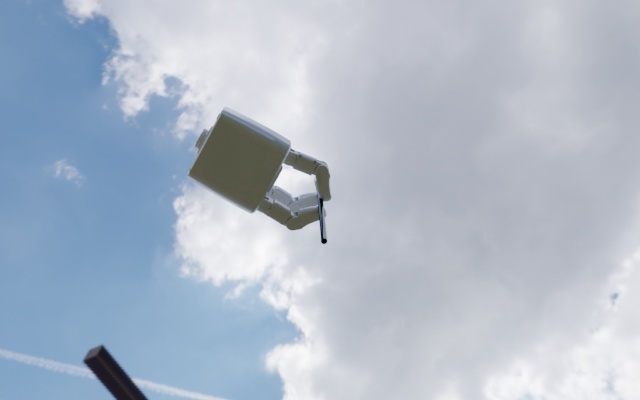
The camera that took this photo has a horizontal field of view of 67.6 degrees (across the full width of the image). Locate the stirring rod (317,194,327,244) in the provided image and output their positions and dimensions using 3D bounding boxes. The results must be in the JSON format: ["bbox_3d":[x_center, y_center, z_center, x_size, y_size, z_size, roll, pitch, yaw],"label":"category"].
[{"bbox_3d":[0.000,0.002,0.690,0.011,0.011,0.239,0,23,-2],"label":"stirring rod"}]
